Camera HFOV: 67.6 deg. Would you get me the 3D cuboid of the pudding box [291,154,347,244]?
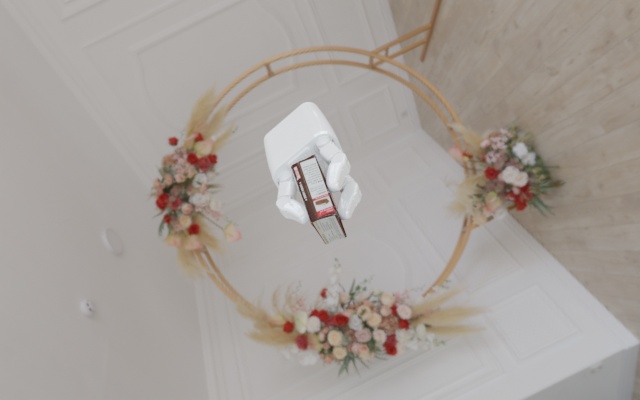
[{"bbox_3d":[0.000,0.002,0.654,0.039,0.090,0.113,-22,-21,4],"label":"pudding box"}]
